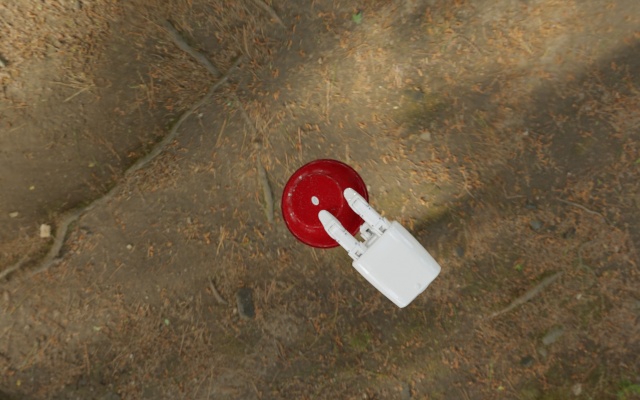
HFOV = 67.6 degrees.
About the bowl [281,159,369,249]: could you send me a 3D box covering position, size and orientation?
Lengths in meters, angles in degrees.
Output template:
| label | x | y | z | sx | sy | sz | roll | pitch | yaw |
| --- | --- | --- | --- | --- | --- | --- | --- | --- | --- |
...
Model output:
| label | x | y | z | sx | sy | sz | roll | pitch | yaw |
| --- | --- | --- | --- | --- | --- | --- | --- | --- | --- |
| bowl | -0.001 | 0.002 | 0.824 | 0.162 | 0.162 | 0.055 | 0 | -6 | 15 |
